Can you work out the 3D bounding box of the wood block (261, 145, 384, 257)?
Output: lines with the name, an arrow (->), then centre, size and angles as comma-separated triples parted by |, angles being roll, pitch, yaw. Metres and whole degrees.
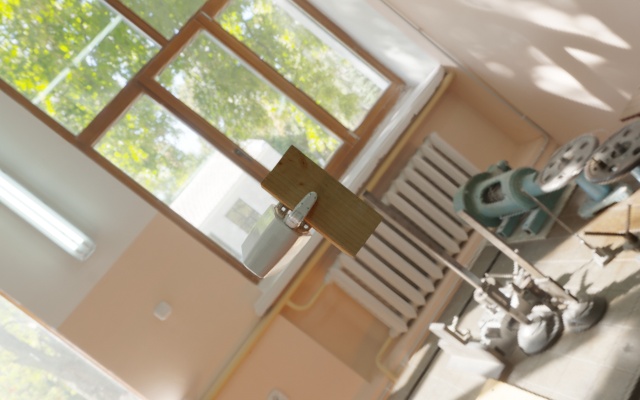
wood block -> 0.000, 0.003, 0.866 | 0.206, 0.090, 0.091 | 38, -6, -3
